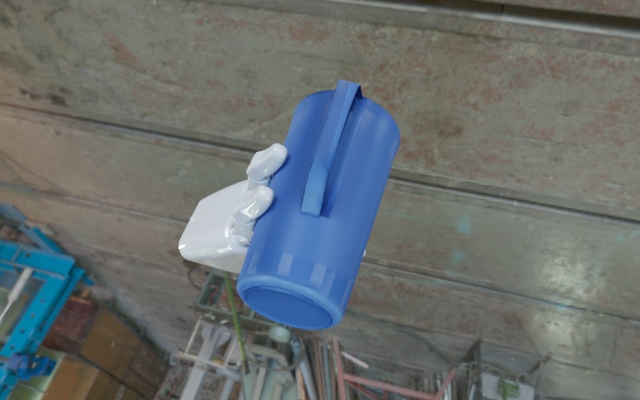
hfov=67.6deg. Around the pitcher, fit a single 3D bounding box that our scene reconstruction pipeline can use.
[{"bbox_3d":[0.000,0.002,0.510,0.145,0.242,0.149,-15,-45,41],"label":"pitcher"}]
